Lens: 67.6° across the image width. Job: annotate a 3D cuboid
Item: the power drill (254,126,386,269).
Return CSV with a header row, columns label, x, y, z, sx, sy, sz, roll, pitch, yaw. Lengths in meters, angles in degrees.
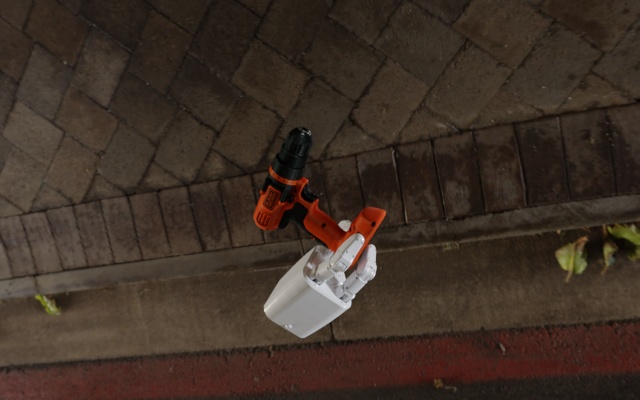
label,x,y,z,sx,sy,sz,roll,pitch,yaw
power drill,0.000,0.003,0.724,0.187,0.184,0.057,32,33,9
